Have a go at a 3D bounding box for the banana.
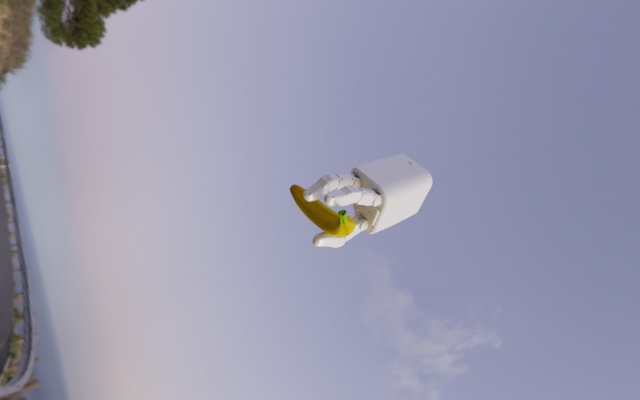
[{"bbox_3d":[0.007,0.020,0.790,0.037,0.070,0.197,-27,24,-21],"label":"banana"}]
